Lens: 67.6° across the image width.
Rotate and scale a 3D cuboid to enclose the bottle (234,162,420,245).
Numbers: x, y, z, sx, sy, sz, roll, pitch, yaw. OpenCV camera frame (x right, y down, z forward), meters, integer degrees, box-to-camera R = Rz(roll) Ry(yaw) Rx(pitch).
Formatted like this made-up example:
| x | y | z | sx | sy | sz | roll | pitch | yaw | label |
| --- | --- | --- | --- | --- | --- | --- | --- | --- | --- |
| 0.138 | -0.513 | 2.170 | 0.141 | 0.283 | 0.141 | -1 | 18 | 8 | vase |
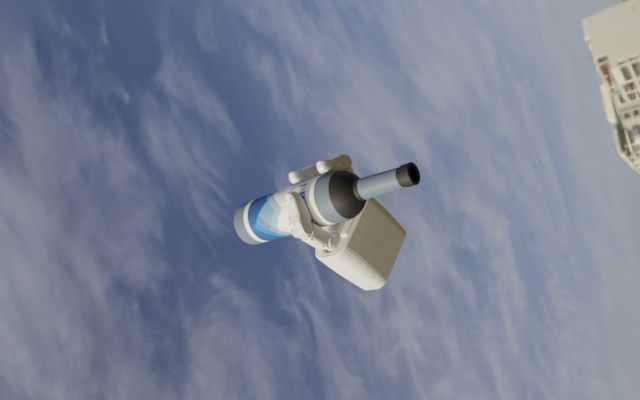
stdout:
| x | y | z | sx | sy | sz | roll | pitch | yaw | label |
| --- | --- | --- | --- | --- | --- | --- | --- | --- | --- |
| 0.000 | 0.002 | 0.643 | 0.296 | 0.069 | 0.069 | -17 | -11 | 40 | bottle |
